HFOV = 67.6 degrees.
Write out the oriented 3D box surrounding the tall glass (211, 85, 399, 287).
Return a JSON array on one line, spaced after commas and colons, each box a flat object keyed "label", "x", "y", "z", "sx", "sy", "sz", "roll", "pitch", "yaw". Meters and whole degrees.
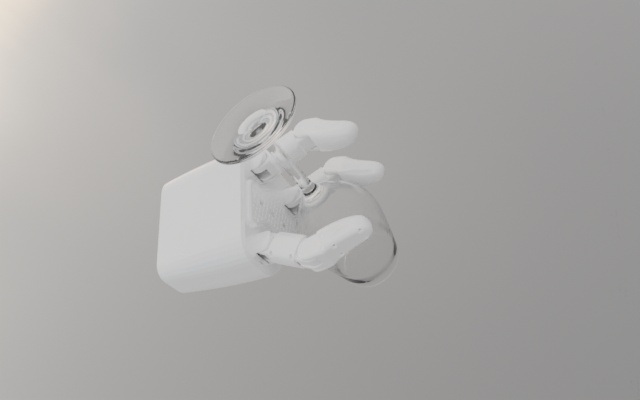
[{"label": "tall glass", "x": 0.000, "y": 0.001, "z": 0.406, "sx": 0.079, "sy": 0.079, "sz": 0.201, "roll": 0, "pitch": -35, "yaw": 37}]
